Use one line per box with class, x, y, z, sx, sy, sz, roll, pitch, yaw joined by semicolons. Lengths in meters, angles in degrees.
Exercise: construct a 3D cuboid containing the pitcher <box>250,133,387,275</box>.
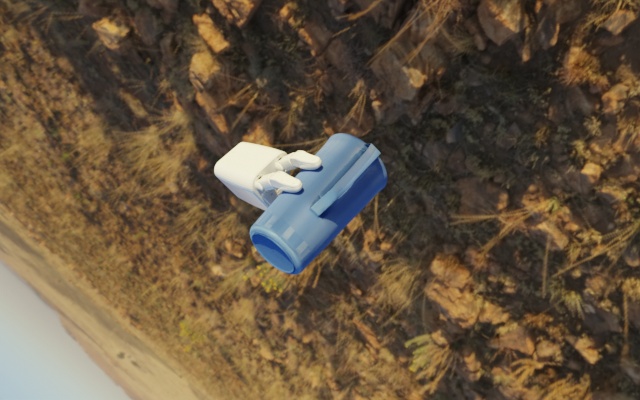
pitcher;0.000;0.003;0.803;0.145;0.149;0.242;21;55;34
